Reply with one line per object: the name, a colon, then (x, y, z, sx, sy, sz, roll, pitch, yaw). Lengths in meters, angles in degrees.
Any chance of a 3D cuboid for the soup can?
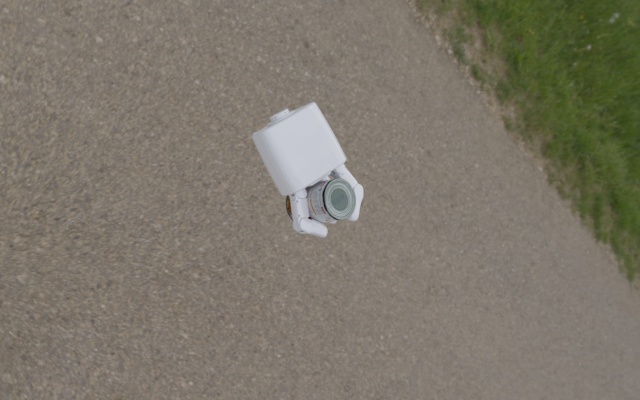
soup can: (0.000, 0.003, 0.771, 0.068, 0.068, 0.102, 0, -6, -38)
